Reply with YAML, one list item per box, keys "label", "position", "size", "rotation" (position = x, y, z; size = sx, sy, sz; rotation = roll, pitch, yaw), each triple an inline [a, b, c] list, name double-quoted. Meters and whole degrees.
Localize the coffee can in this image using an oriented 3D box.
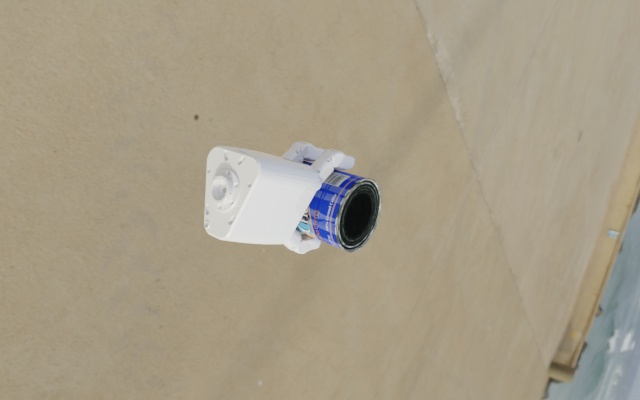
- label: "coffee can"
  position: [0.000, 0.002, 0.674]
  size: [0.140, 0.103, 0.103]
  rotation: [19, 11, 36]
